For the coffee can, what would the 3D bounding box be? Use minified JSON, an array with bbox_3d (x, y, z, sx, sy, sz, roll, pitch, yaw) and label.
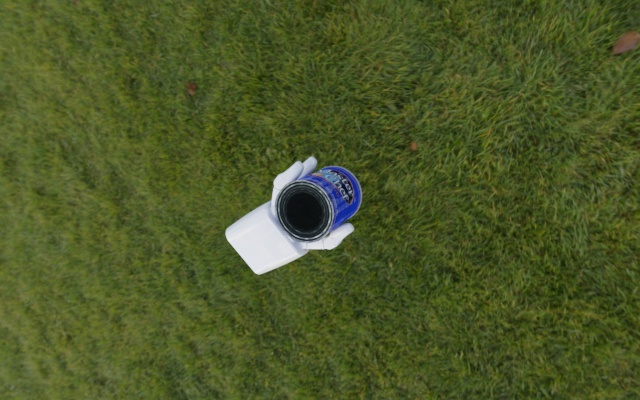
[{"bbox_3d":[0.000,0.003,0.805,0.103,0.103,0.140,0,13,23],"label":"coffee can"}]
